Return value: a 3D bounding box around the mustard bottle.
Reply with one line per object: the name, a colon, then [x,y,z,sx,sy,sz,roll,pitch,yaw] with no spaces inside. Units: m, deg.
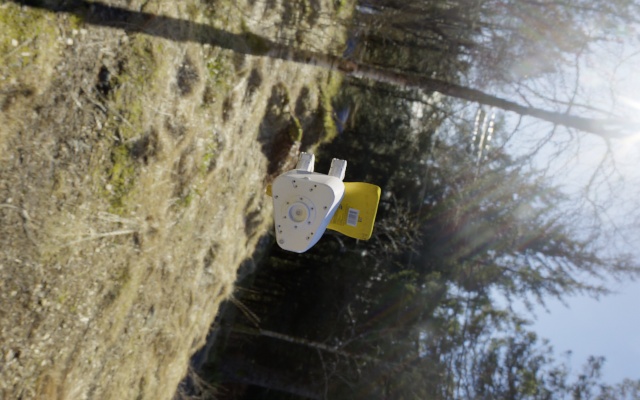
mustard bottle: [0.000,0.003,0.816,0.191,0.096,0.058,13,33,7]
